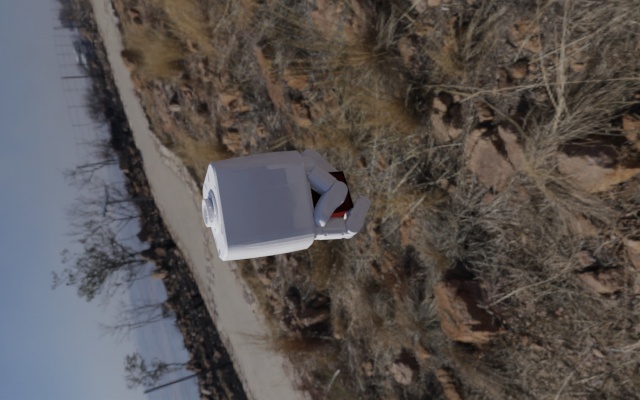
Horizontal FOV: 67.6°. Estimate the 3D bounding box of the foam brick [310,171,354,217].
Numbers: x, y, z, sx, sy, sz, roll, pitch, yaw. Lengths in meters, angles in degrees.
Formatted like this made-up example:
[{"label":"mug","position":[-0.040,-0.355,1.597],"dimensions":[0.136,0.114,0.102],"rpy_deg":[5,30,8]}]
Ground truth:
[{"label":"foam brick","position":[0.000,0.002,0.620],"dimensions":[0.051,0.053,0.078],"rpy_deg":[-8,-20,-23]}]
